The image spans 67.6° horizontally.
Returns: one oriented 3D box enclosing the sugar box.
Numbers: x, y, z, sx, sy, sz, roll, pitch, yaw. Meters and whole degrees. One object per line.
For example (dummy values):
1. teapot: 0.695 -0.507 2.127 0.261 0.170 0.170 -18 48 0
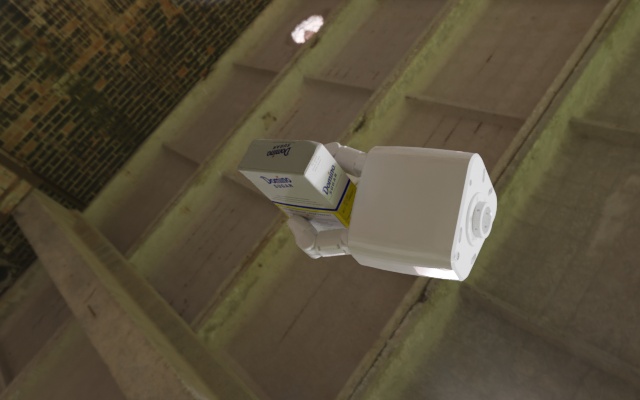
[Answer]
1. sugar box: 0.000 0.001 0.521 0.093 0.048 0.176 8 -29 37
